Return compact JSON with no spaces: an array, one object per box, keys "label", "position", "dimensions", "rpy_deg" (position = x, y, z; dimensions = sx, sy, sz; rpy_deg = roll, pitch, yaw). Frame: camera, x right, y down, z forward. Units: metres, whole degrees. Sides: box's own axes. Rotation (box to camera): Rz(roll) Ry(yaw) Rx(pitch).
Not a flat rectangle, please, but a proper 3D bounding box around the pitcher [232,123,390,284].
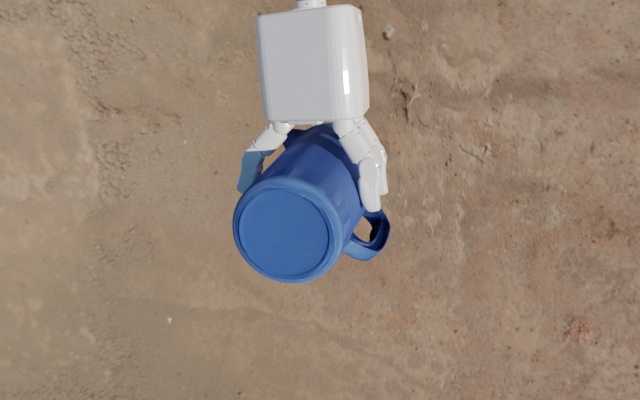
[{"label":"pitcher","position":[0.000,0.002,0.546],"dimensions":[0.149,0.145,0.242],"rpy_deg":[1,18,12]}]
